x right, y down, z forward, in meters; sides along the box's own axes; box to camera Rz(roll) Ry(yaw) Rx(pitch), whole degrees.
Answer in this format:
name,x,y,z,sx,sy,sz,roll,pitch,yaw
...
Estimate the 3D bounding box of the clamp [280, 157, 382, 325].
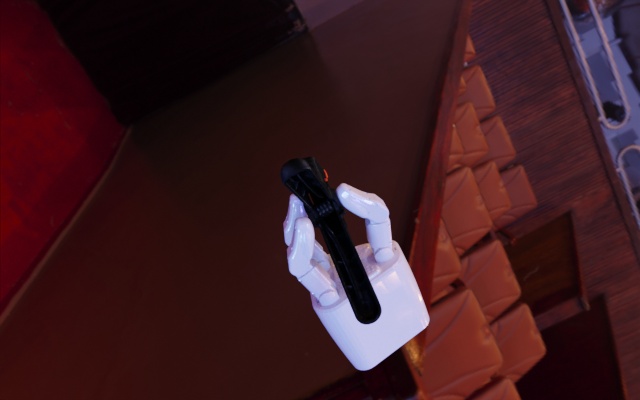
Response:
name,x,y,z,sx,sy,sz,roll,pitch,yaw
clamp,0.001,0.001,0.476,0.036,0.165,0.210,-25,27,4
